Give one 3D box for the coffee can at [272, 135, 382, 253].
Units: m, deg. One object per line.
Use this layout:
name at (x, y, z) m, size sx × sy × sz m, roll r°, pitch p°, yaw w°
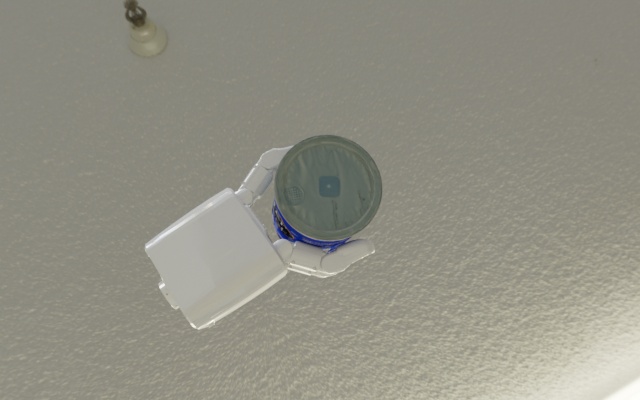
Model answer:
coffee can at (0.000, 0.001, 0.513) m, size 0.103 × 0.102 × 0.140 m, roll 0°, pitch -13°, yaw -7°
